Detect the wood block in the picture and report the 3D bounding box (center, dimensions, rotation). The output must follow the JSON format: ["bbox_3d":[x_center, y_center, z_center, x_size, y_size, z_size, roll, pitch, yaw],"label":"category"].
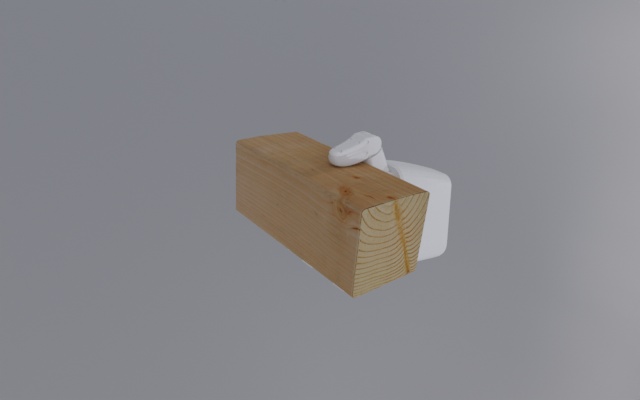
[{"bbox_3d":[0.000,0.001,0.504,0.090,0.091,0.206,-15,31,-37],"label":"wood block"}]
